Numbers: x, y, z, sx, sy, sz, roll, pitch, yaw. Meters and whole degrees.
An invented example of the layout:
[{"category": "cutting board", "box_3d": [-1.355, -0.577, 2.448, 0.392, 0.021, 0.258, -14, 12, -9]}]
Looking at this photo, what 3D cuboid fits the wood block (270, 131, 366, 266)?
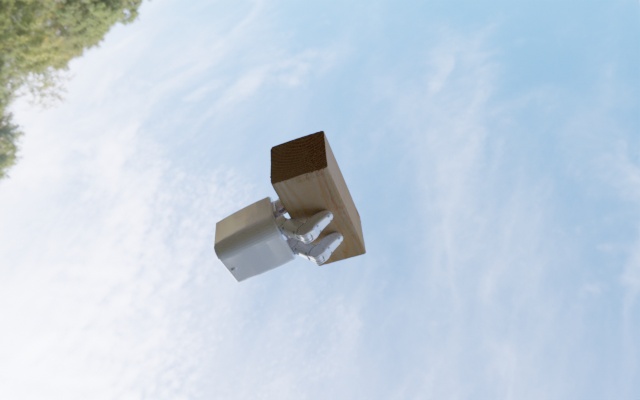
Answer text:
[{"category": "wood block", "box_3d": [0.000, 0.003, 0.773, 0.090, 0.090, 0.206, -17, -46, 10]}]
